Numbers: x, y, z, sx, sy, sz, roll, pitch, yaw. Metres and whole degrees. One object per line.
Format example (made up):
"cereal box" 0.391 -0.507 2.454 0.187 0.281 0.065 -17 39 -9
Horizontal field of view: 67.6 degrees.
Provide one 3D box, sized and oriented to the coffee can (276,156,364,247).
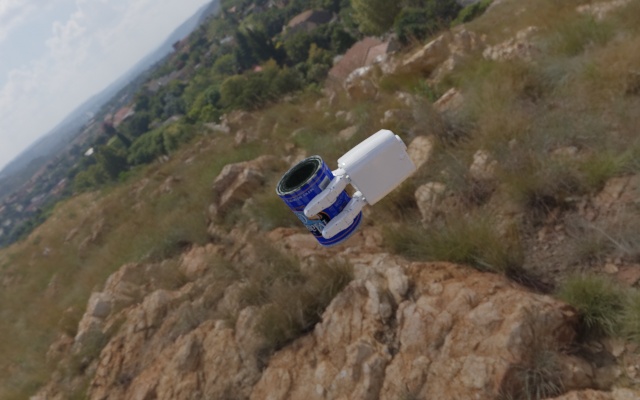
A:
"coffee can" 0.000 0.003 0.884 0.103 0.140 0.102 -30 27 17
